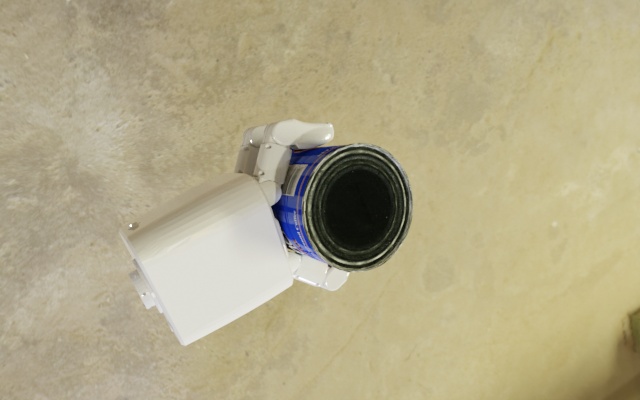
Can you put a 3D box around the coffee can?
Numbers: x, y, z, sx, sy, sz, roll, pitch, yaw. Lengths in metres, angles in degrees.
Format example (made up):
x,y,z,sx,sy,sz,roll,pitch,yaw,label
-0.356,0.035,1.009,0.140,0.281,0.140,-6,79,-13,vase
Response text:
x,y,z,sx,sy,sz,roll,pitch,yaw,label
0.000,0.001,0.435,0.103,0.103,0.140,0,4,-28,coffee can
